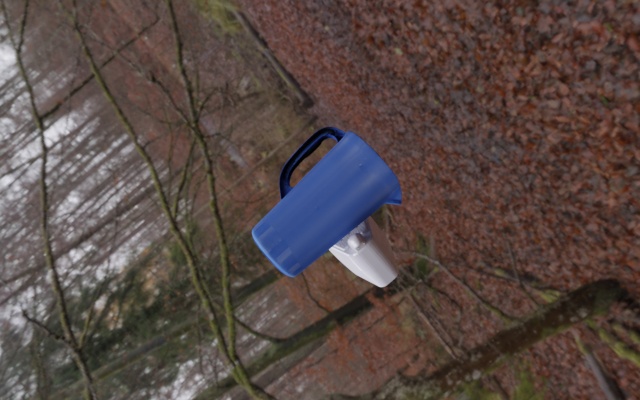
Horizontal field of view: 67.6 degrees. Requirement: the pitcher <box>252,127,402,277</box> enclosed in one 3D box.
[{"bbox_3d":[0.000,0.003,0.797,0.145,0.243,0.149,48,0,-33],"label":"pitcher"}]
